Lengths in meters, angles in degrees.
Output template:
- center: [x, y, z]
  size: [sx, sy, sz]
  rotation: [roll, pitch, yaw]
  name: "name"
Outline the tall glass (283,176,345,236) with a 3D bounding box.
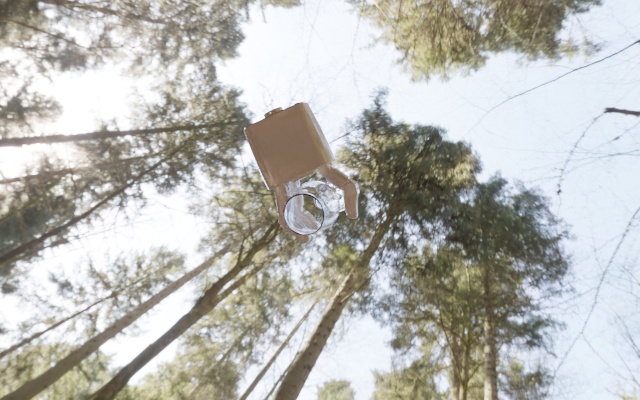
- center: [0.000, 0.003, 0.772]
  size: [0.079, 0.079, 0.201]
  rotation: [0, 11, 14]
  name: "tall glass"
